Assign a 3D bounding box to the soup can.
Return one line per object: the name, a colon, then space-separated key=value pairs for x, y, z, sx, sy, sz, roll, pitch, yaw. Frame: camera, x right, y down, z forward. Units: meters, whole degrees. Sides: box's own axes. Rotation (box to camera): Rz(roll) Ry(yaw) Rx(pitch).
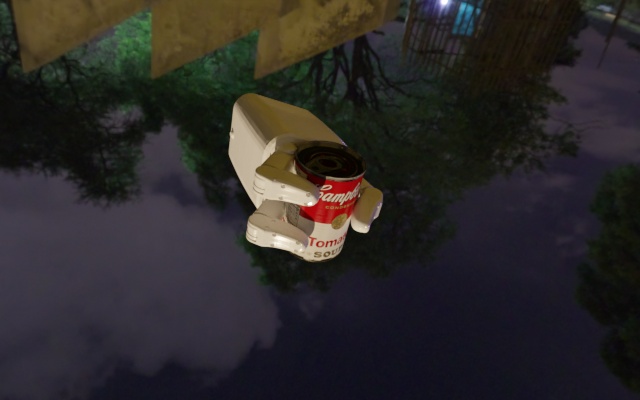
soup can: x=0.000 y=0.002 z=0.471 sx=0.068 sy=0.102 sz=0.068 roll=9 pitch=34 yaw=-6
